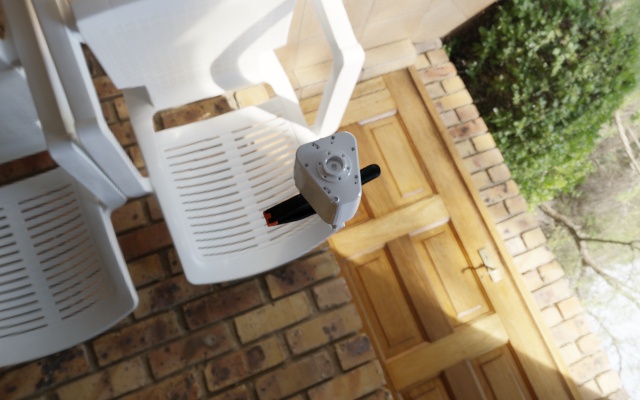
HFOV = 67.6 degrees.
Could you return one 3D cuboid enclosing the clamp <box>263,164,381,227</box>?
[{"bbox_3d":[0.000,0.004,0.861,0.210,0.036,0.165,-21,-15,-9],"label":"clamp"}]
